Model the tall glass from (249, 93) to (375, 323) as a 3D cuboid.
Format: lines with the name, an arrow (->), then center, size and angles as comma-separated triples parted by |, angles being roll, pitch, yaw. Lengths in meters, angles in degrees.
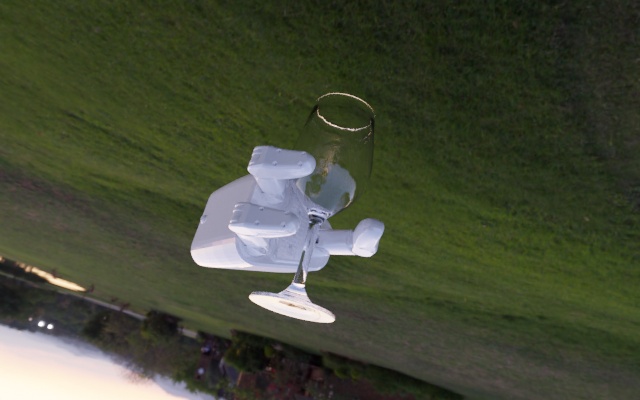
tall glass -> 0.000, 0.002, 0.433 | 0.079, 0.201, 0.079 | 13, -23, 6
